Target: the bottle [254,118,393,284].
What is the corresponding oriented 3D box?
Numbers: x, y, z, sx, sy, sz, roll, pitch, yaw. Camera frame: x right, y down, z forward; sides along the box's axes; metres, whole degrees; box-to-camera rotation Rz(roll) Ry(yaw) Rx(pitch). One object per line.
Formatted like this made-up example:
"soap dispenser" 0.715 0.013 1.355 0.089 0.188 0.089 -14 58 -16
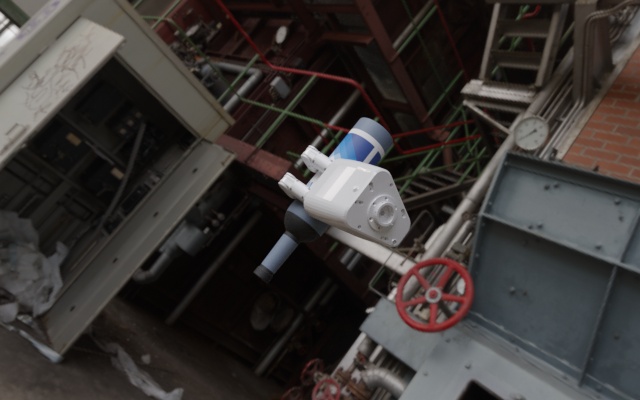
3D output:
"bottle" 0.000 0.002 0.738 0.069 0.295 0.069 37 -12 9
